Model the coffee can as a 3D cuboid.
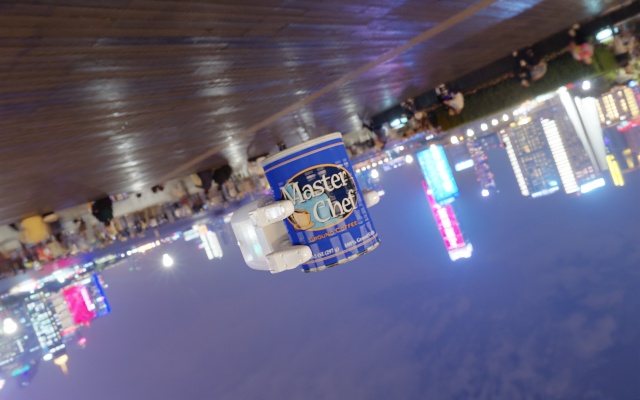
[{"bbox_3d":[0.000,0.002,0.573,0.103,0.140,0.103,-21,2,1],"label":"coffee can"}]
